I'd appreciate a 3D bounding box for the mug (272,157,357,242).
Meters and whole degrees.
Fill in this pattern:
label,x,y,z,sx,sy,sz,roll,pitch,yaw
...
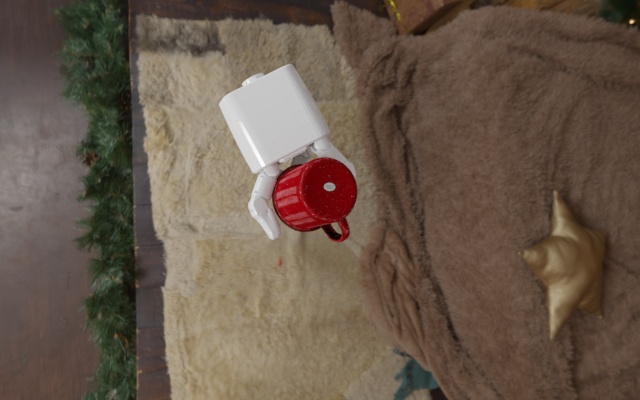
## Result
label,x,y,z,sx,sy,sz,roll,pitch,yaw
mug,0.001,0.003,0.610,0.093,0.117,0.081,-30,6,-25
